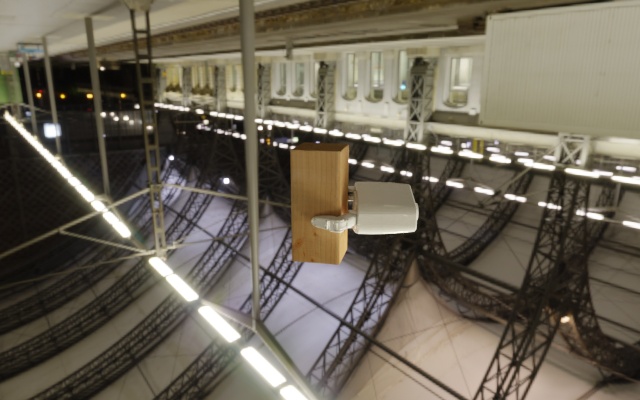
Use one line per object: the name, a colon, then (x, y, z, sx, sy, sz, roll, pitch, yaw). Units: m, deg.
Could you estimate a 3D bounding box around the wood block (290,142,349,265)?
wood block: (0.000, 0.003, 0.875, 0.090, 0.206, 0.090, 3, 15, 12)
